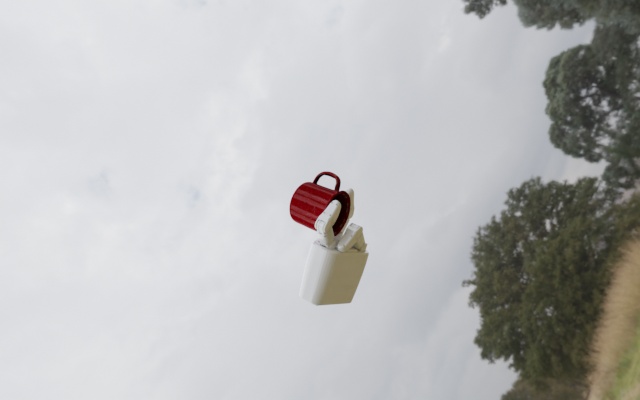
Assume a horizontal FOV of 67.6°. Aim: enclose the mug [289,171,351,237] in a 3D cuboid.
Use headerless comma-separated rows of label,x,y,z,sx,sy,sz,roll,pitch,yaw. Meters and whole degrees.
mug,0.000,0.001,0.879,0.081,0.117,0.093,21,10,31
